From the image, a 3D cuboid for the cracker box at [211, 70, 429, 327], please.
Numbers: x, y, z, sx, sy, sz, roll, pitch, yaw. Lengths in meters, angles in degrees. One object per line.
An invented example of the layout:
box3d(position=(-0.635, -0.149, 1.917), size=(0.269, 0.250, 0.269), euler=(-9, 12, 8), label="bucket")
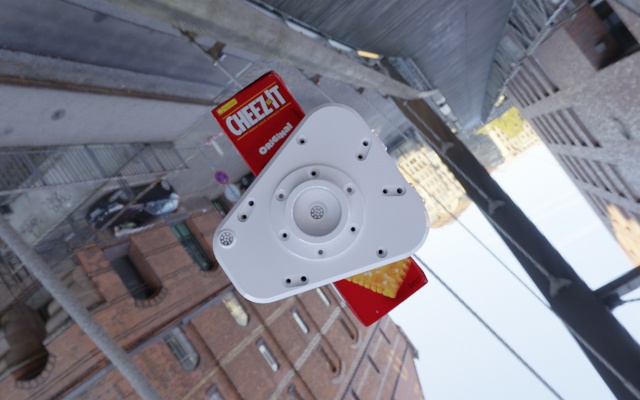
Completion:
box3d(position=(0.000, 0.002, 0.455), size=(0.072, 0.213, 0.164), euler=(-35, -4, -2), label="cracker box")
